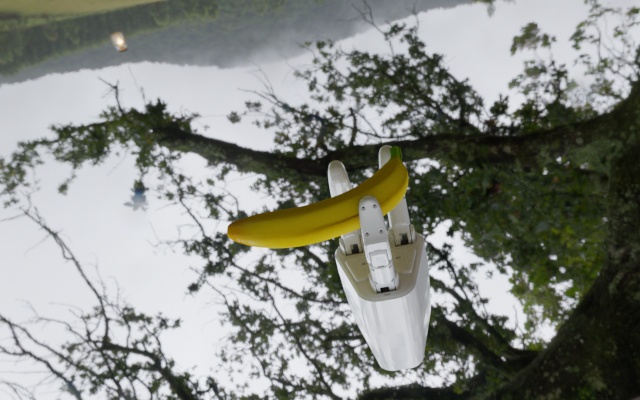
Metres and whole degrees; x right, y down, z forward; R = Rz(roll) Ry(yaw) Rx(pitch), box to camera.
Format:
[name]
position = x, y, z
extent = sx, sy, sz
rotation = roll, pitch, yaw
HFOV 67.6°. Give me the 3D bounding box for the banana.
[banana]
position = 0.011, 0.007, 0.456
extent = 0.198, 0.037, 0.069
rotation = -24, 32, -15
